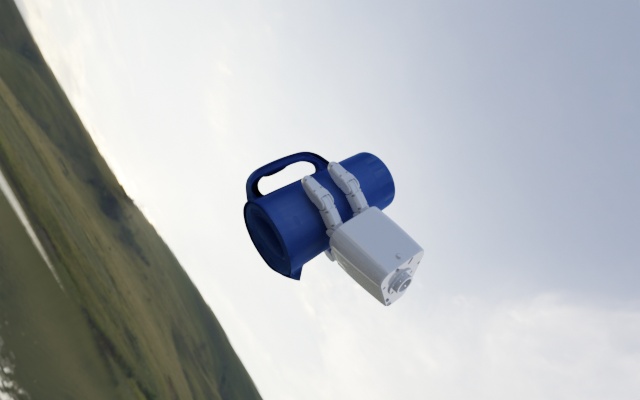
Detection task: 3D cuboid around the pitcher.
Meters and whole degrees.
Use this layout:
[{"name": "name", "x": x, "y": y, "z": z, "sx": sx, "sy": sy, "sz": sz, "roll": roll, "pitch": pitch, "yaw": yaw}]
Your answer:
[{"name": "pitcher", "x": 0.000, "y": 0.003, "z": 0.786, "sx": 0.243, "sy": 0.149, "sz": 0.145, "roll": -29, "pitch": 53, "yaw": -27}]
